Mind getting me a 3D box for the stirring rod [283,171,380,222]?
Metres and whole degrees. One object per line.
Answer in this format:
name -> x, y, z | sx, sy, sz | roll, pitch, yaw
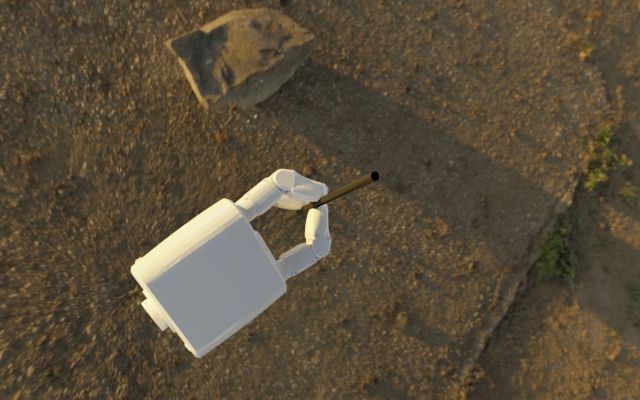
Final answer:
stirring rod -> 0.000, 0.002, 0.487 | 0.011, 0.011, 0.239 | 0, -10, -21
